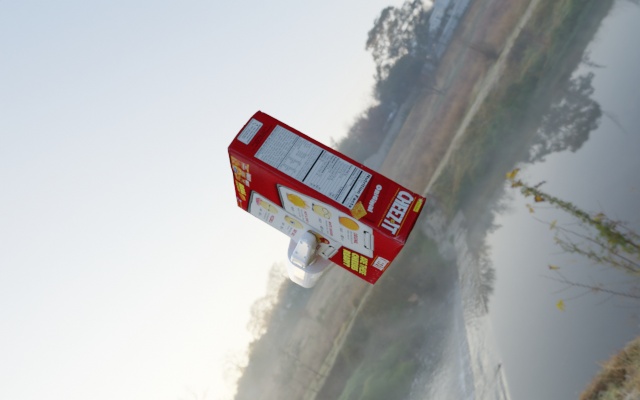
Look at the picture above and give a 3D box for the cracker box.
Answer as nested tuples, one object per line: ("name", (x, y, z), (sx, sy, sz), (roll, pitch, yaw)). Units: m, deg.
("cracker box", (0.000, 0.002, 0.575), (0.213, 0.072, 0.164), (28, -23, 7))
